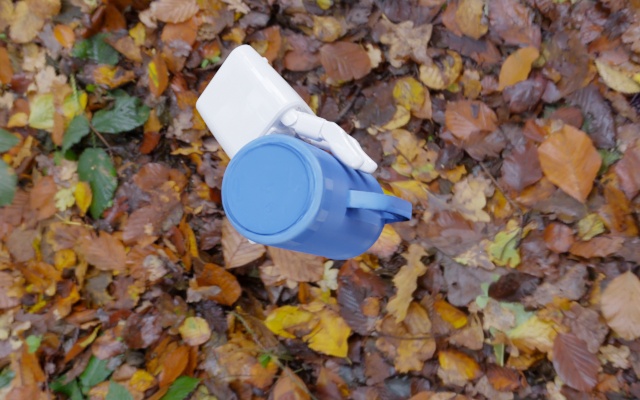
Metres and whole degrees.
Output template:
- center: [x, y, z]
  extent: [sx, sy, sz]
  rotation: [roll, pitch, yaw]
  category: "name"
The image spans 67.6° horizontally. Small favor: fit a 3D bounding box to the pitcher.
- center: [0.000, 0.002, 0.557]
  extent: [0.149, 0.145, 0.243]
  rotation: [-42, -18, 10]
  category: "pitcher"
